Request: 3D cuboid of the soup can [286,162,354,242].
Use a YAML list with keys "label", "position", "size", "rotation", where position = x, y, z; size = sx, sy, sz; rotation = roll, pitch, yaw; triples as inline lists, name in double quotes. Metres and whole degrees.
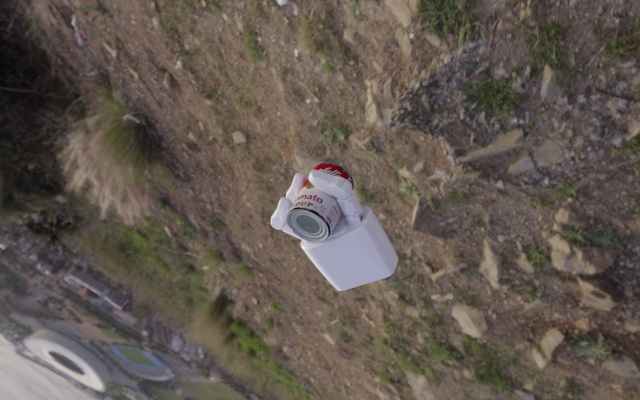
- label: "soup can"
  position: [0.000, 0.002, 0.691]
  size: [0.068, 0.068, 0.102]
  rotation: [0, 42, 30]
